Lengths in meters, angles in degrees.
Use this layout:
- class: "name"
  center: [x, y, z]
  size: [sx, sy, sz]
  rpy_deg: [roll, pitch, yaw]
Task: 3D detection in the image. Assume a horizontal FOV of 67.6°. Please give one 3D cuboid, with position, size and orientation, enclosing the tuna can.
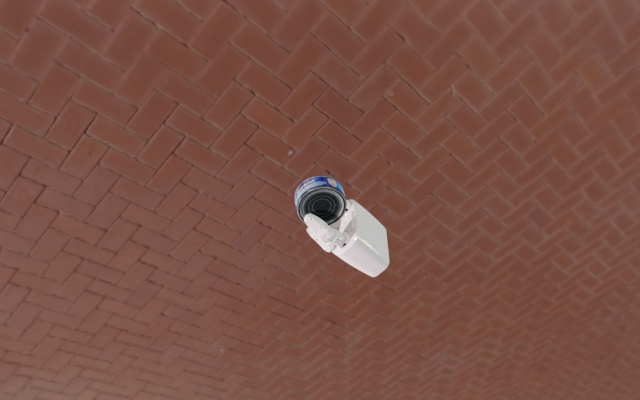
- class: "tuna can"
  center: [0.000, 0.003, 0.801]
  size: [0.086, 0.086, 0.033]
  rpy_deg: [0, 36, -10]
